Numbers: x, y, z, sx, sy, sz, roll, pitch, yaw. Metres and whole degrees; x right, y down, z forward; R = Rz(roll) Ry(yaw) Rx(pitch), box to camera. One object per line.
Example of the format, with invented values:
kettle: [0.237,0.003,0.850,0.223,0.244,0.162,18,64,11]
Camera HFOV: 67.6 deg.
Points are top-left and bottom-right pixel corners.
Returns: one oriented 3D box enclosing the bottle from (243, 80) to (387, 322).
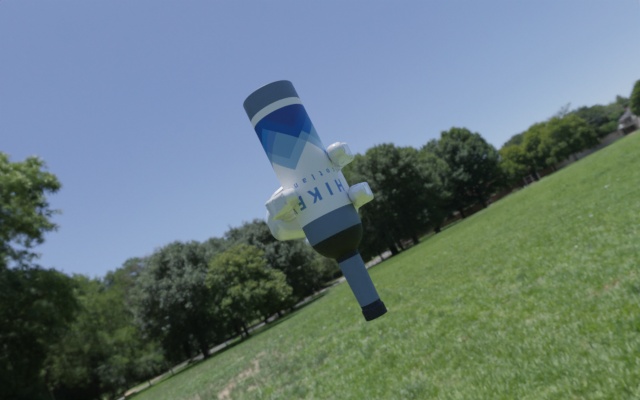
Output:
bottle: [0.000,0.002,0.564,0.069,0.295,0.069,-26,-7,-4]
